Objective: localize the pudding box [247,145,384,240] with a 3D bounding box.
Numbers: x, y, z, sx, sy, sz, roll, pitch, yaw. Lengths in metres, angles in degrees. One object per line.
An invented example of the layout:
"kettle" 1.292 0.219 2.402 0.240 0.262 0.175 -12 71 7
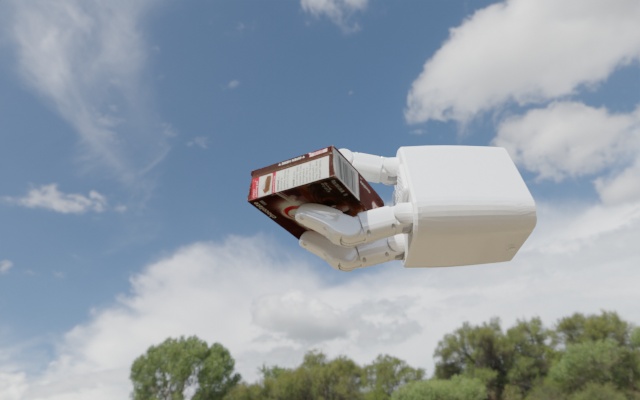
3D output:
"pudding box" 0.000 0.001 0.454 0.090 0.039 0.113 -16 -37 25
